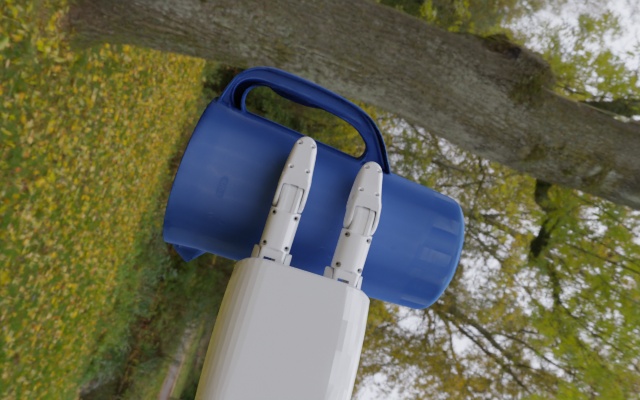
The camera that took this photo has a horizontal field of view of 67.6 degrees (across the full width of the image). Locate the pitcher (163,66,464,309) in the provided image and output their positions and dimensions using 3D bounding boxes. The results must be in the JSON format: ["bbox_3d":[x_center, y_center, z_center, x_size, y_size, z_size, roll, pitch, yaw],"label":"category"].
[{"bbox_3d":[0.000,0.002,0.423,0.243,0.145,0.149,19,-31,-6],"label":"pitcher"}]
